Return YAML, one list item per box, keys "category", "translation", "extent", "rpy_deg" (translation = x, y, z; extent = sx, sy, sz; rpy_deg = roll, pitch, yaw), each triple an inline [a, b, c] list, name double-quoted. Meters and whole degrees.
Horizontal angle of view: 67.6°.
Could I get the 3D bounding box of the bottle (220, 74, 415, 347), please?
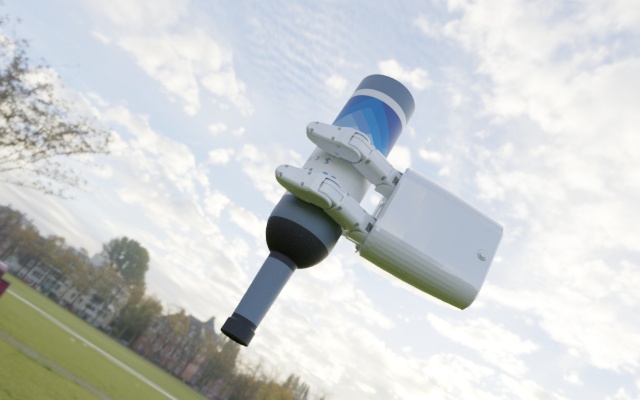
- category: "bottle"
  translation: [0.000, 0.001, 0.455]
  extent: [0.069, 0.295, 0.069]
  rpy_deg: [26, -26, 14]
